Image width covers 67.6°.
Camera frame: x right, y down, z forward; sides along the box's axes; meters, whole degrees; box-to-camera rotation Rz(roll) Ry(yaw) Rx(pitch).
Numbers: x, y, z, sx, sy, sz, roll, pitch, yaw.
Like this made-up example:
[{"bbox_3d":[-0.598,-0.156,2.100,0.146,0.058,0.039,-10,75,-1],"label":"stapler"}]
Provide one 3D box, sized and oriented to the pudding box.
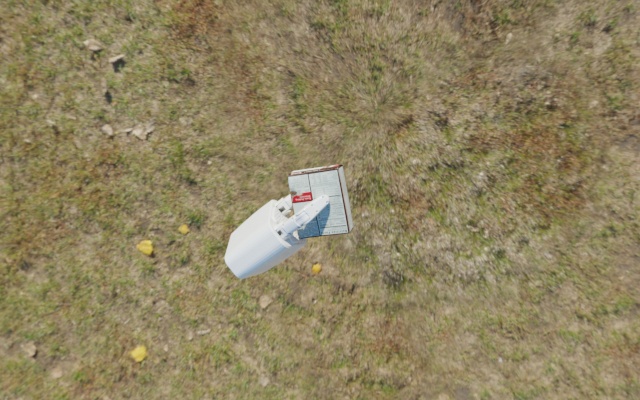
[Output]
[{"bbox_3d":[0.000,0.003,0.784,0.090,0.113,0.039,-7,13,15],"label":"pudding box"}]
